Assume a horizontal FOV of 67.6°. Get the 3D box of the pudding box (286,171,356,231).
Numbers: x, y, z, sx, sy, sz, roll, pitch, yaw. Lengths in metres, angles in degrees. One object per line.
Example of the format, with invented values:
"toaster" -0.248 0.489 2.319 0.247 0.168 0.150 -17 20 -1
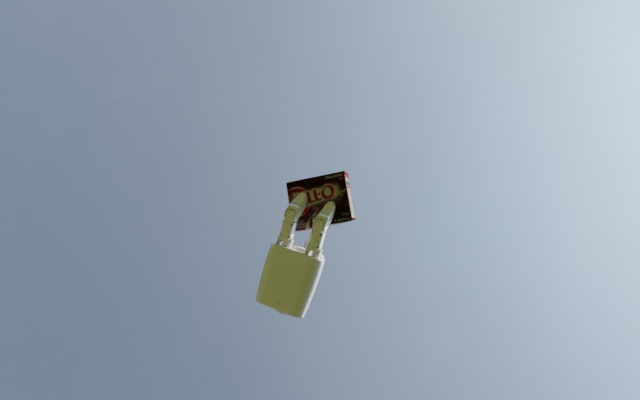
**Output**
"pudding box" 0.000 0.003 0.854 0.113 0.090 0.039 -11 -7 13
